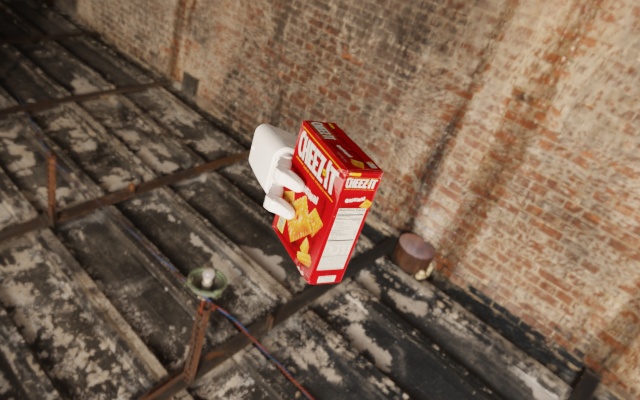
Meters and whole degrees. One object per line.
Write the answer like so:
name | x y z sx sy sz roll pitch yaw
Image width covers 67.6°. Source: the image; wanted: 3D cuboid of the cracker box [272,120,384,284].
cracker box | 0.000 0.003 0.774 0.072 0.214 0.164 -1 34 -30
